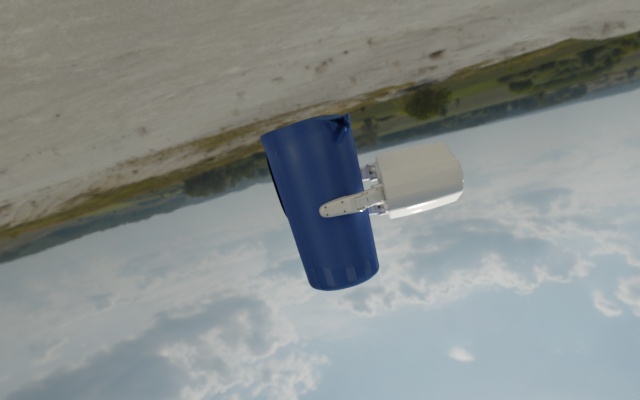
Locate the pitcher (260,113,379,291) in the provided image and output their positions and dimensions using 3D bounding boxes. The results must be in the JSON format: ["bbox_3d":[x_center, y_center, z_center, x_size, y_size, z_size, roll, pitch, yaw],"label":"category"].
[{"bbox_3d":[0.000,0.002,0.705,0.145,0.243,0.149,-14,5,5],"label":"pitcher"}]
